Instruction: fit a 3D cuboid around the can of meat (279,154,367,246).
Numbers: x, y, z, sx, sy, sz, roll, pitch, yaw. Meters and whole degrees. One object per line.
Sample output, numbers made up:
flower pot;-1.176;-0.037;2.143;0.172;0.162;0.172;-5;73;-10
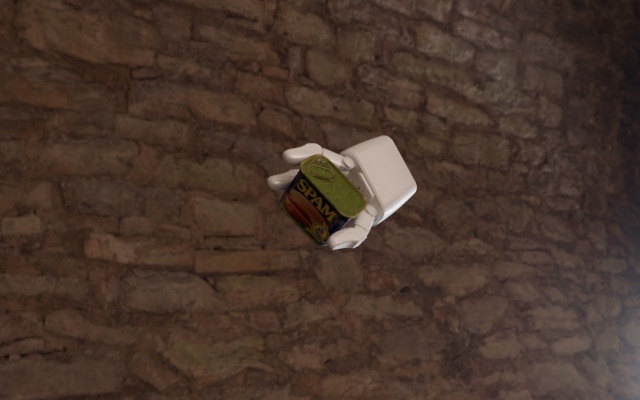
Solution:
can of meat;0.000;0.002;0.657;0.057;0.102;0.084;-34;-12;-45
